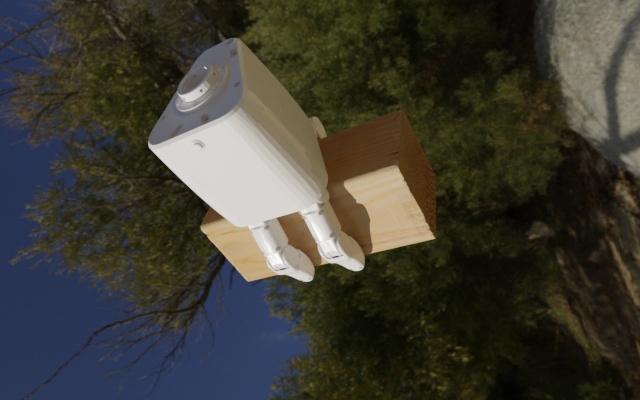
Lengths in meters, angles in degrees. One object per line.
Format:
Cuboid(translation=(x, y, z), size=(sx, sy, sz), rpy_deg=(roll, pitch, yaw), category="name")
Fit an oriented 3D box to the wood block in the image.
Cuboid(translation=(0.000, 0.001, 0.471), size=(0.206, 0.090, 0.090), rpy_deg=(-16, 36, 26), category="wood block")
